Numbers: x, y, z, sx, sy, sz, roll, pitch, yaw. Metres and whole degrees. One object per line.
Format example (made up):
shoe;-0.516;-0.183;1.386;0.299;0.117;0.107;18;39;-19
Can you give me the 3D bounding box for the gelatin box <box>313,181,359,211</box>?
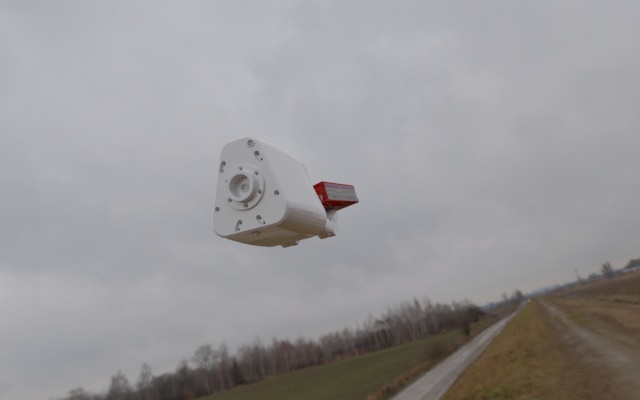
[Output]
gelatin box;0.000;0.002;0.666;0.073;0.030;0.089;-24;-13;29
